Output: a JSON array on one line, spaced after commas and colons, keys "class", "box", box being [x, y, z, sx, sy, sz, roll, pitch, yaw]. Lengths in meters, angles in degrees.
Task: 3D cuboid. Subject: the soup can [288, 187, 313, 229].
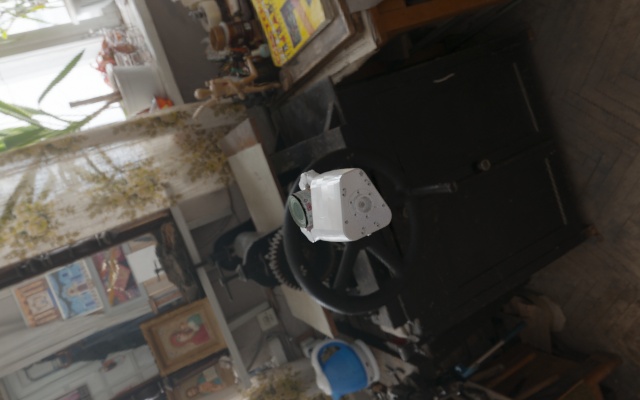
[{"class": "soup can", "box": [0.000, 0.003, 0.883, 0.102, 0.068, 0.068, -23, 9, -23]}]
